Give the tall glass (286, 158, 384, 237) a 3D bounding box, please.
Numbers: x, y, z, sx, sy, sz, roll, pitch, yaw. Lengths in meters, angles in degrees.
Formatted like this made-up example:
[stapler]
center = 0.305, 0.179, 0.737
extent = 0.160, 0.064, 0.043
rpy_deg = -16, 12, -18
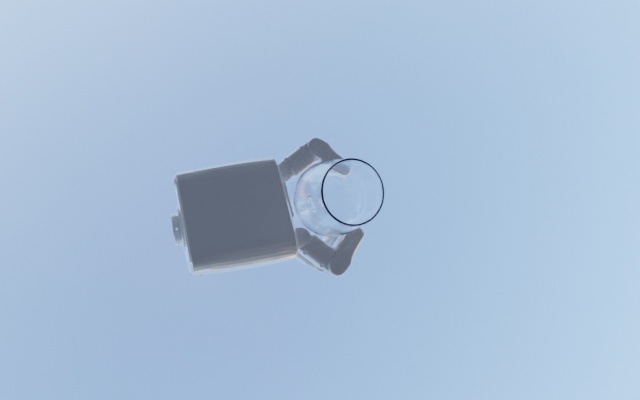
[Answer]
[tall glass]
center = 0.000, 0.002, 0.523
extent = 0.079, 0.079, 0.201
rpy_deg = 0, -6, -18
